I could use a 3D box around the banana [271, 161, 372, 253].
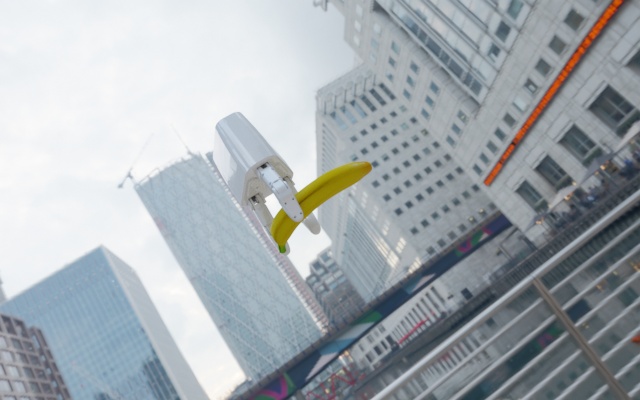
[{"bbox_3d":[-0.010,0.001,0.712,0.198,0.037,0.070,-42,-25,10],"label":"banana"}]
